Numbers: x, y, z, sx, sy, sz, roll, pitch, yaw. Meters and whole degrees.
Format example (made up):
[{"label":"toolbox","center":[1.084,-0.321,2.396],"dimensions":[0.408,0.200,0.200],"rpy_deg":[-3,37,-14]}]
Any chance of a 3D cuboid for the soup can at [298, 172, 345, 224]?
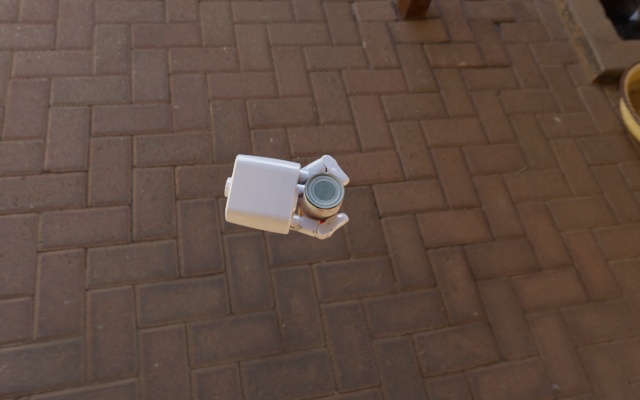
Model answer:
[{"label":"soup can","center":[0.001,0.003,0.809],"dimensions":[0.068,0.068,0.102],"rpy_deg":[0,-23,-8]}]
